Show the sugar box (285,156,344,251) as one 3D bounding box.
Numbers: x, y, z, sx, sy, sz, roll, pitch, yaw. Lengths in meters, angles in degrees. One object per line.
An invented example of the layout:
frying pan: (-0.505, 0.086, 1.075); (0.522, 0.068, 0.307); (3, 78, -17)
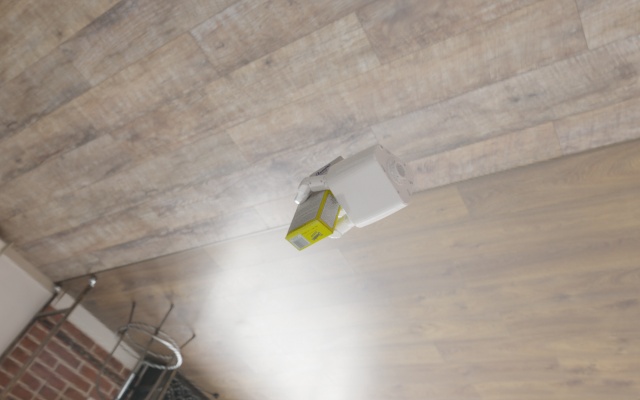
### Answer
sugar box: (0.001, 0.003, 0.880); (0.048, 0.176, 0.093); (43, -48, -19)
